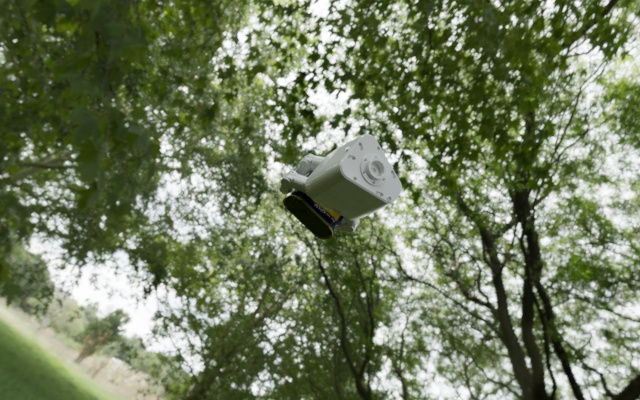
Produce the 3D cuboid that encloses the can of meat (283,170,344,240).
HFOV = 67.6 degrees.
[{"bbox_3d":[0.000,0.003,0.836,0.084,0.102,0.057,-51,10,-30],"label":"can of meat"}]
